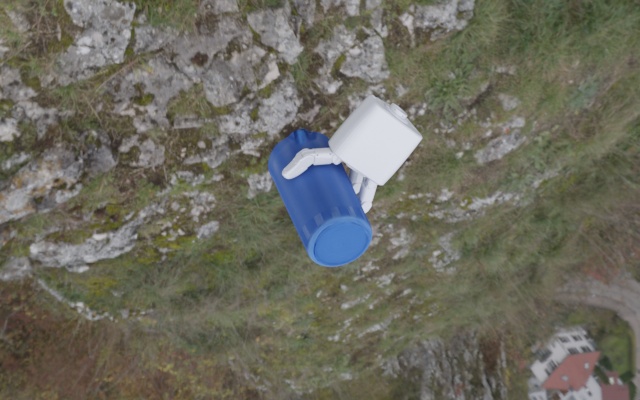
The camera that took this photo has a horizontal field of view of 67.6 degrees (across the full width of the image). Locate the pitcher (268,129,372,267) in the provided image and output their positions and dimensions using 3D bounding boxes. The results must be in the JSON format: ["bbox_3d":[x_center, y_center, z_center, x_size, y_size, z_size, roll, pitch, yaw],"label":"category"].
[{"bbox_3d":[0.000,0.003,0.831,0.149,0.145,0.242,26,26,-36],"label":"pitcher"}]
